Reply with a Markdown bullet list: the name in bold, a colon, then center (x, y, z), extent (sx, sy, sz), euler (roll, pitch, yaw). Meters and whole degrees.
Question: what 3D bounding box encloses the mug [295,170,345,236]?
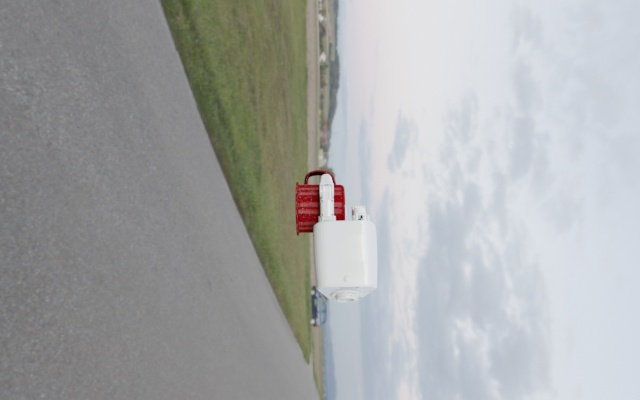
- **mug**: center (0.000, 0.001, 0.821), extent (0.081, 0.117, 0.093), euler (-1, -23, 0)
